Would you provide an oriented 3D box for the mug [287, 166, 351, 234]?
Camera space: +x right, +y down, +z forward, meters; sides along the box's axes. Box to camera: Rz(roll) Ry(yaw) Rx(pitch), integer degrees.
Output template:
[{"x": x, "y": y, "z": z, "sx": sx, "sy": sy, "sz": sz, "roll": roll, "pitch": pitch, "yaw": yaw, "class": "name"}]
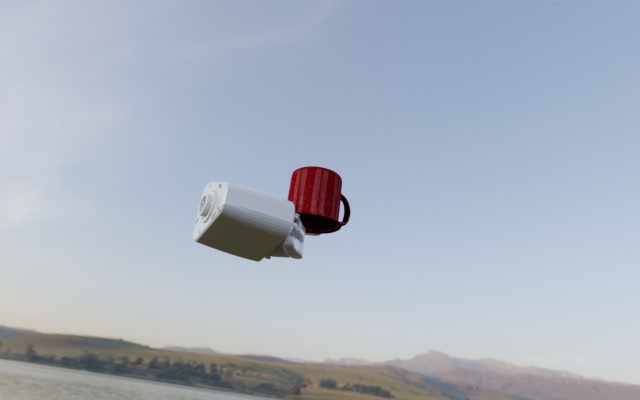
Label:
[{"x": 0.001, "y": 0.003, "z": 0.745, "sx": 0.117, "sy": 0.081, "sz": 0.093, "roll": 19, "pitch": -25, "yaw": -29, "class": "mug"}]
